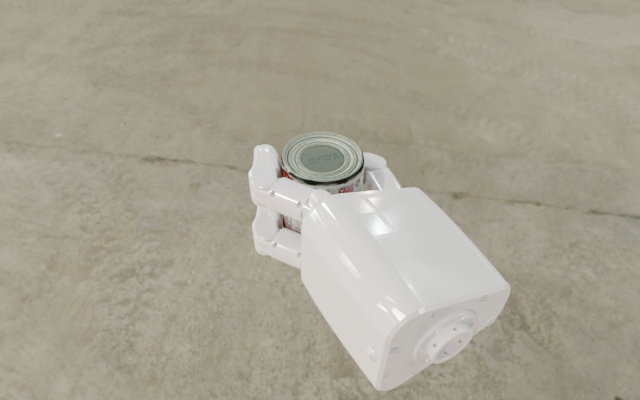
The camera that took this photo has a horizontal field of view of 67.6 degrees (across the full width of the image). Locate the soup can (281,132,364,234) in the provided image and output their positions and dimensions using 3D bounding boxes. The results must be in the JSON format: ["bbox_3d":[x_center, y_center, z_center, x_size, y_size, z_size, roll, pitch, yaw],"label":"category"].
[{"bbox_3d":[0.000,0.001,0.409,0.068,0.102,0.068,1,43,-1],"label":"soup can"}]
